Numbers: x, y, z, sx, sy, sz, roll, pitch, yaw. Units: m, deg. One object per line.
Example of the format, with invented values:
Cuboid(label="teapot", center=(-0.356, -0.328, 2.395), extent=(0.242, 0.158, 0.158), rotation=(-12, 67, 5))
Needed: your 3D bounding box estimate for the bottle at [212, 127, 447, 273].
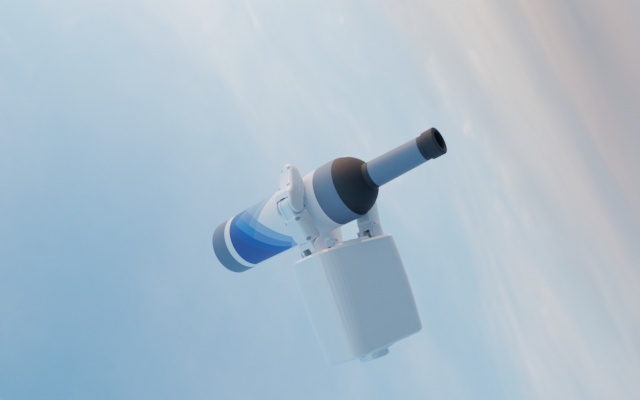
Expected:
Cuboid(label="bottle", center=(0.000, 0.002, 0.518), extent=(0.296, 0.069, 0.069), rotation=(-28, -16, 33))
